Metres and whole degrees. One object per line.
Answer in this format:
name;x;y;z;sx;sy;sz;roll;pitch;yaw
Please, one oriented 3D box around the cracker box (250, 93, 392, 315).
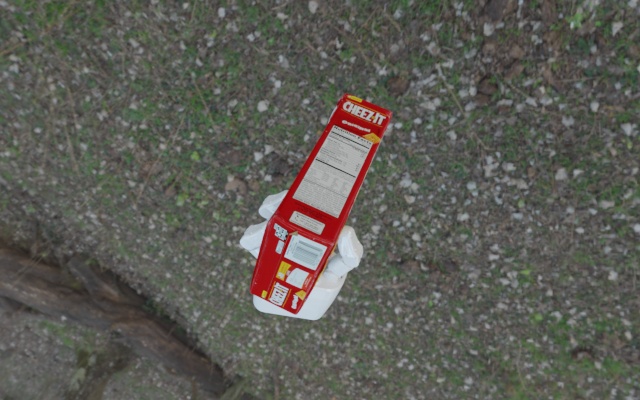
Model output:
cracker box;0.000;0.002;0.561;0.072;0.213;0.164;25;-39;2
